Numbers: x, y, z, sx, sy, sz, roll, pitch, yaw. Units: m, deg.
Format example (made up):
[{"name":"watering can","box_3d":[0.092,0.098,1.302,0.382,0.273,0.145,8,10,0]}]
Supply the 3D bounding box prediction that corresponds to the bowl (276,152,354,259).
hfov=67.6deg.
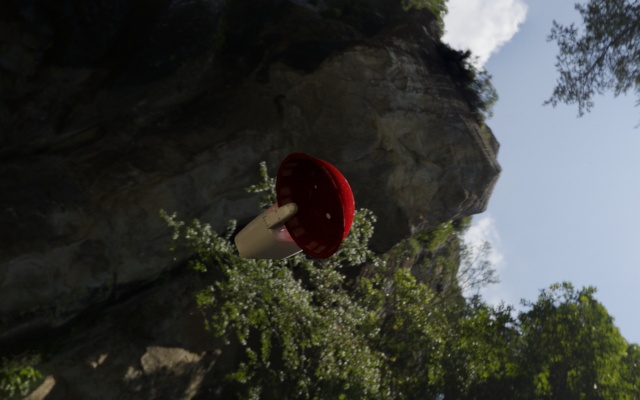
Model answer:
[{"name":"bowl","box_3d":[0.001,0.002,0.714,0.055,0.162,0.162,-18,11,-35]}]
